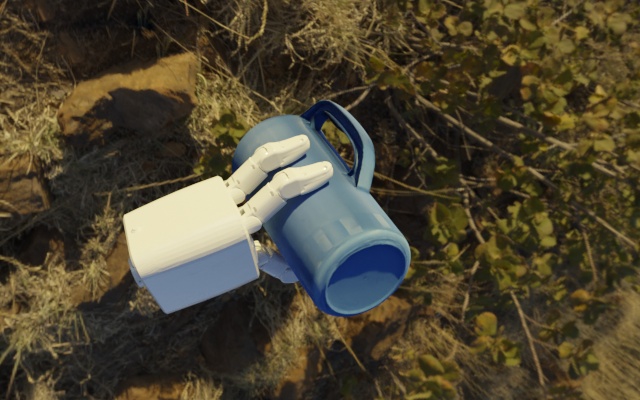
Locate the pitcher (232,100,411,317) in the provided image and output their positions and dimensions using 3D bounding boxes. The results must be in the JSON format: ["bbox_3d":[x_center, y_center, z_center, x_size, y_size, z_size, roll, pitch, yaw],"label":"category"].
[{"bbox_3d":[0.000,0.002,0.536,0.145,0.149,0.242,-21,40,-14],"label":"pitcher"}]
